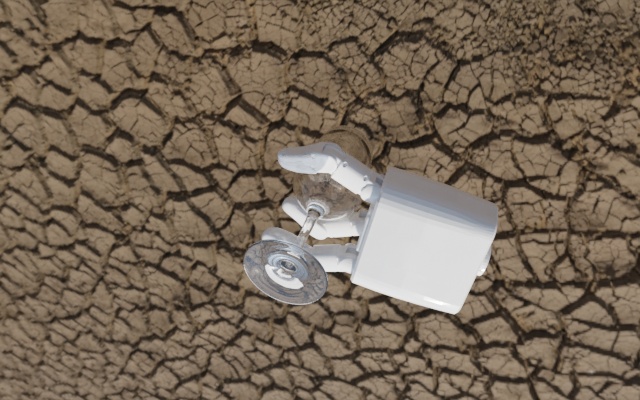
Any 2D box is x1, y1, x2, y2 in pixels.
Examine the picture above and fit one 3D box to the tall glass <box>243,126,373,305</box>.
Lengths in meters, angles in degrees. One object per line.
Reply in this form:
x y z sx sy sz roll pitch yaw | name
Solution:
0.000 0.002 0.467 0.079 0.079 0.201 0 37 21 | tall glass
